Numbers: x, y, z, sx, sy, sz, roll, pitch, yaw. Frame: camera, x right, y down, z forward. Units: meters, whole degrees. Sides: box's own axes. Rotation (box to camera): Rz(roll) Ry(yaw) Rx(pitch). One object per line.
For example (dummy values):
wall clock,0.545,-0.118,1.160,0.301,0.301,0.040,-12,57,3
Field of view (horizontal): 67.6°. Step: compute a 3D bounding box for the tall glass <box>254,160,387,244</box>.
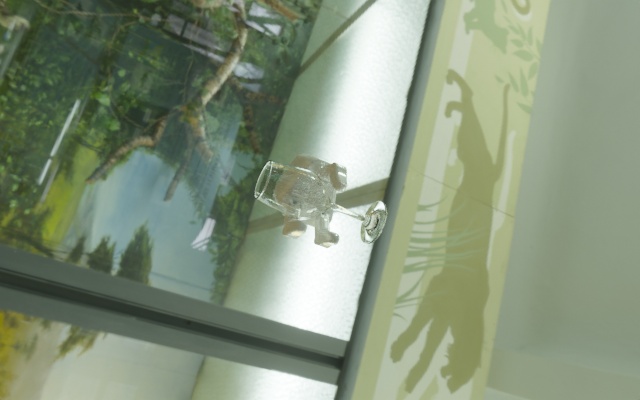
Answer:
tall glass,0.001,0.003,0.746,0.201,0.079,0.079,21,-8,-21
